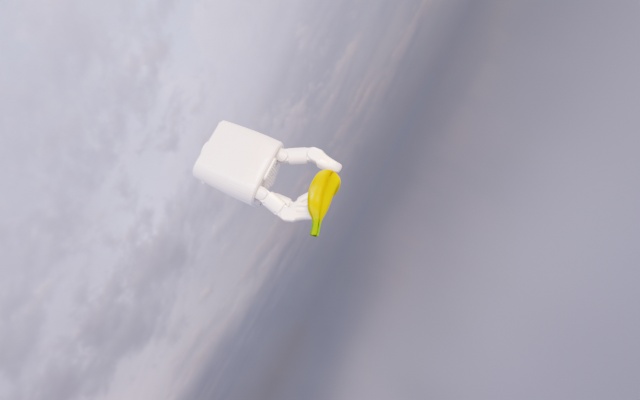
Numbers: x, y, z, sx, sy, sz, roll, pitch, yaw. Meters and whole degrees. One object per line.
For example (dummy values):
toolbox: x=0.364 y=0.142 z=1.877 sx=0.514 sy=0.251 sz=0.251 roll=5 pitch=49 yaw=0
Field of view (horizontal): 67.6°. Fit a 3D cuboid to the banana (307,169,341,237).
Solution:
banana: x=0.005 y=-0.013 z=0.718 sx=0.037 sy=0.070 sz=0.197 roll=19 pitch=20 yaw=4
